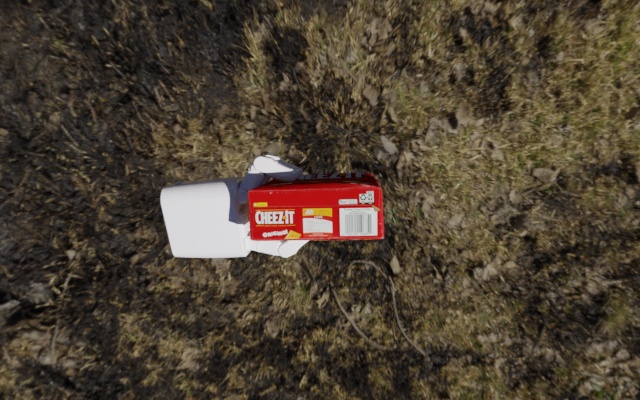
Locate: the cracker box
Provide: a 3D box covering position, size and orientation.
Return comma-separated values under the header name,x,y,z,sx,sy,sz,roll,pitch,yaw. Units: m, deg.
name,x,y,z,sx,sy,sz,roll,pitch,yaw
cracker box,0.000,0.002,0.672,0.164,0.072,0.213,-1,8,4
